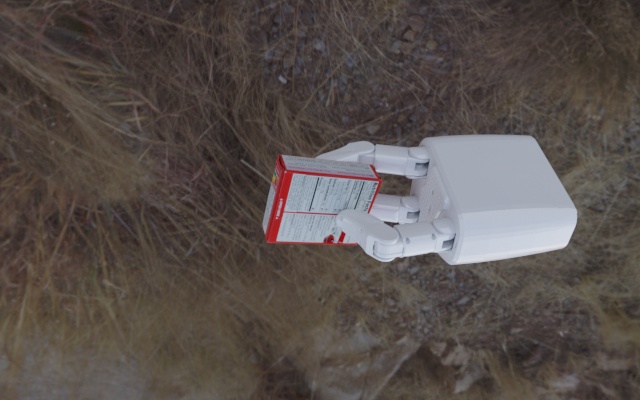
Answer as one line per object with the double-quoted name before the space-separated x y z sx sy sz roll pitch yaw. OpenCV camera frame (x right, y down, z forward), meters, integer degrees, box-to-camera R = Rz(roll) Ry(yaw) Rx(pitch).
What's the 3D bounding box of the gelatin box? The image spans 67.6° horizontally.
"gelatin box" 0.000 0.002 0.413 0.089 0.073 0.030 3 34 -21
